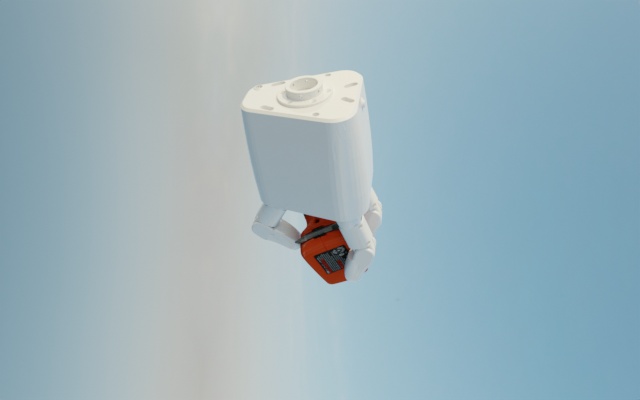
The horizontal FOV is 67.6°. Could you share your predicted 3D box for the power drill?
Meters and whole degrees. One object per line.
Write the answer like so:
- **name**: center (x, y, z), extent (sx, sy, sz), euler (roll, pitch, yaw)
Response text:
- **power drill**: center (0.000, 0.002, 0.576), extent (0.057, 0.187, 0.184), euler (-24, -34, 8)
